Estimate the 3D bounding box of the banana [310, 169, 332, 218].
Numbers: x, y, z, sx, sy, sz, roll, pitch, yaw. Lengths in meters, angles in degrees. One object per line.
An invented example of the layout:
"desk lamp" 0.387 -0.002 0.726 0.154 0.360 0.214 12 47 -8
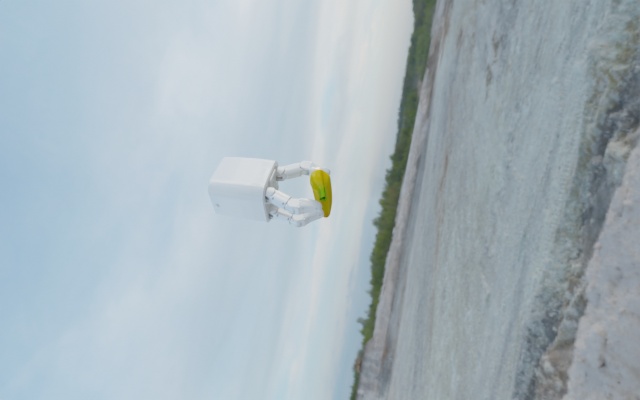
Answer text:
"banana" 0.001 -0.016 0.888 0.037 0.069 0.198 3 -10 5
